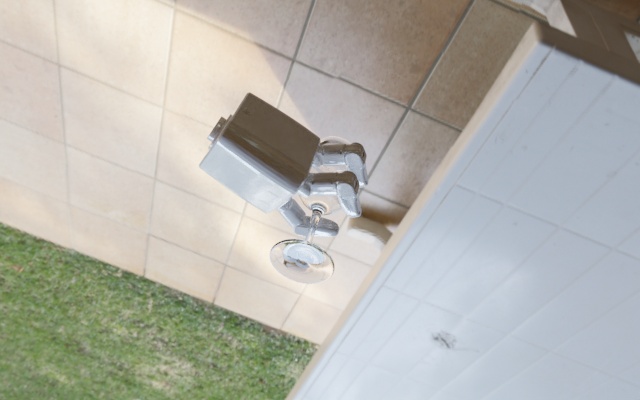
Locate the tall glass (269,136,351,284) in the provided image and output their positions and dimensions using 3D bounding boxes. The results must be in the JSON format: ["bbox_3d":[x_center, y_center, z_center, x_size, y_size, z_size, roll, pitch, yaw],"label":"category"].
[{"bbox_3d":[0.000,0.003,0.597,0.079,0.079,0.201,0,42,17],"label":"tall glass"}]
